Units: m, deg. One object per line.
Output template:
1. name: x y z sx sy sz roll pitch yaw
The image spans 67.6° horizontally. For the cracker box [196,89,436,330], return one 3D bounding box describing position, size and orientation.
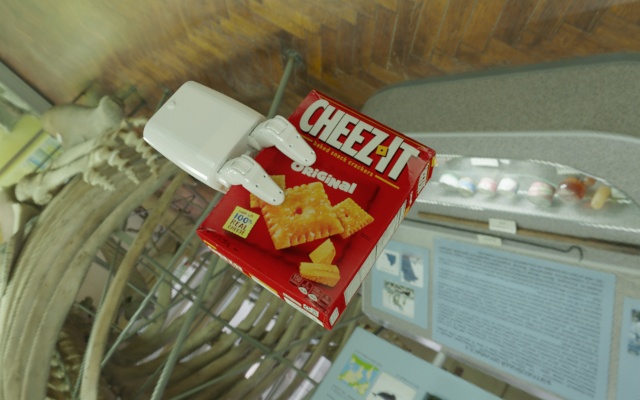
1. cracker box: 0.000 0.002 0.517 0.164 0.213 0.072 31 -19 17
